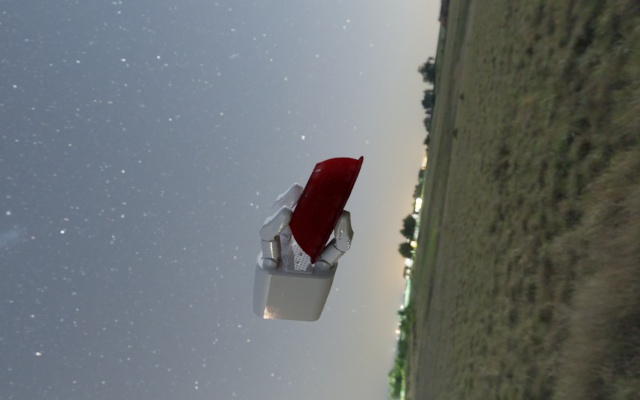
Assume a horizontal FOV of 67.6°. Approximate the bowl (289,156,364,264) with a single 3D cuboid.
[{"bbox_3d":[0.000,0.001,0.645,0.055,0.162,0.162,26,-1,-2],"label":"bowl"}]
